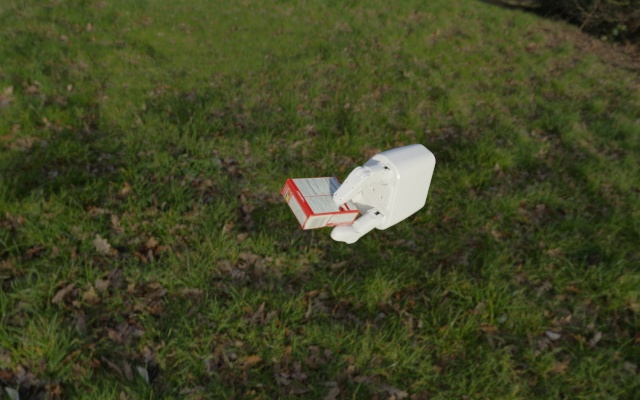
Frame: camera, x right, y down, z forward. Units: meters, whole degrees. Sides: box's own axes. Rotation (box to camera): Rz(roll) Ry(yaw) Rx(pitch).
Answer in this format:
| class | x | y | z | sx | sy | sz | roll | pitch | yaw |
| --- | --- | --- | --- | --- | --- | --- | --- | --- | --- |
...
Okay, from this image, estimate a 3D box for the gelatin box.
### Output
| class | x | y | z | sx | sy | sz | roll | pitch | yaw |
| --- | --- | --- | --- | --- | --- | --- | --- | --- | --- |
| gelatin box | 0.000 | 0.002 | 0.669 | 0.089 | 0.030 | 0.073 | -4 | 47 | -37 |
